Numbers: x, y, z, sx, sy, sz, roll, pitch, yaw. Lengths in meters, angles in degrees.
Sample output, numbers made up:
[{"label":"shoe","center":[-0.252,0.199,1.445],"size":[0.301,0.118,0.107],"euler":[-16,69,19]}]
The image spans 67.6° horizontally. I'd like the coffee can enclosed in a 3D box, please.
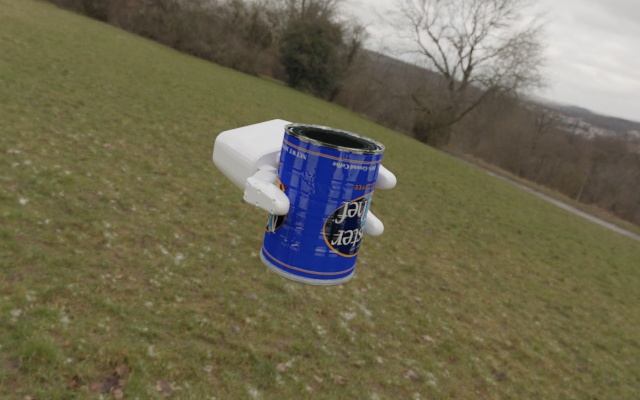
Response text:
[{"label":"coffee can","center":[0.000,0.002,0.492],"size":[0.103,0.140,0.102],"euler":[11,17,-4]}]
